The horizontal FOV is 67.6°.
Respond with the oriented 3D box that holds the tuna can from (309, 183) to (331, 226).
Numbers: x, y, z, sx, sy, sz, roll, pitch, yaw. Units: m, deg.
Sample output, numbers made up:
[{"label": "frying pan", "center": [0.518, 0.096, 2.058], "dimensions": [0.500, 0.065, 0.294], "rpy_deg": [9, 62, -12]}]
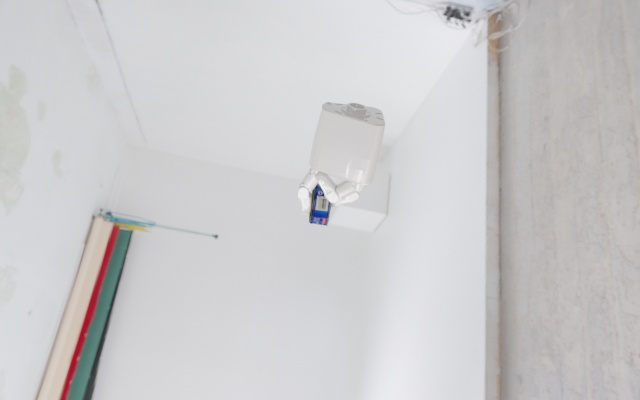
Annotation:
[{"label": "tuna can", "center": [0.000, 0.003, 0.883], "dimensions": [0.034, 0.086, 0.086], "rpy_deg": [7, -1, -4]}]
